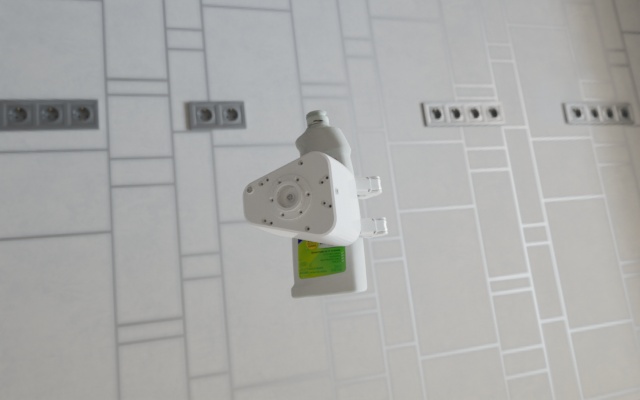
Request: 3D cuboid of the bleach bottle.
[{"bbox_3d":[0.000,0.002,0.650,0.102,0.250,0.068,-10,-11,16],"label":"bleach bottle"}]
